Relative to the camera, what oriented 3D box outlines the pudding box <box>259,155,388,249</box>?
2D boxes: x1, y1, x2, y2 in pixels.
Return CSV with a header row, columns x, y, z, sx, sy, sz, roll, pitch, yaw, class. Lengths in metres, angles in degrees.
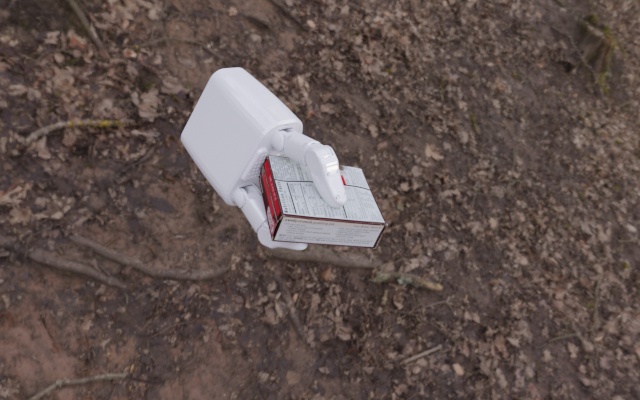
x,y,z,sx,sy,sz,roll,pitch,yaw,class
0.000,0.001,0.477,0.113,0.039,0.090,5,42,-22,pudding box
